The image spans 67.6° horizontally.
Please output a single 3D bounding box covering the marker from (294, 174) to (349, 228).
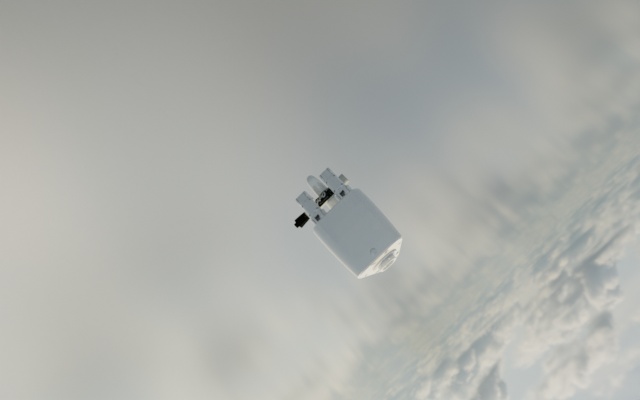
[{"bbox_3d":[0.000,0.003,0.820,0.121,0.020,0.020,-44,-5,5],"label":"marker"}]
